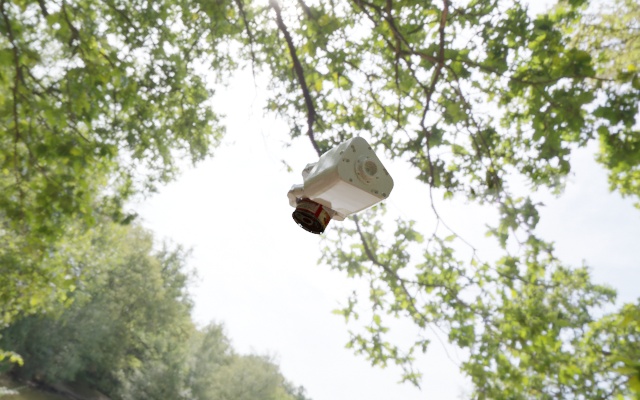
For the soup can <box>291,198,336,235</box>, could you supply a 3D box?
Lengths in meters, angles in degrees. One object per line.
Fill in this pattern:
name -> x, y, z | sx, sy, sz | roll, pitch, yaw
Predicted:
soup can -> 0.000, 0.003, 0.880 | 0.068, 0.102, 0.068 | 24, -30, 14
